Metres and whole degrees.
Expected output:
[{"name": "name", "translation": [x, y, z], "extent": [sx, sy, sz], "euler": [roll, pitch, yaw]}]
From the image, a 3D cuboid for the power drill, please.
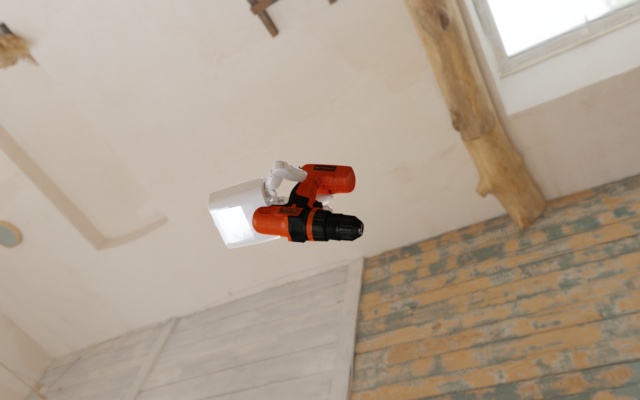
[{"name": "power drill", "translation": [0.000, 0.002, 0.806], "extent": [0.184, 0.057, 0.187], "euler": [6, 31, 19]}]
